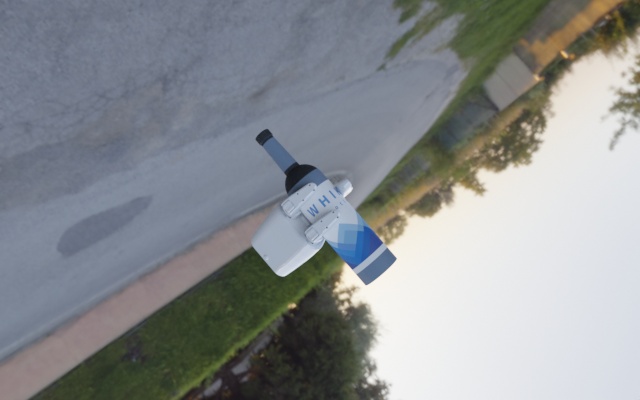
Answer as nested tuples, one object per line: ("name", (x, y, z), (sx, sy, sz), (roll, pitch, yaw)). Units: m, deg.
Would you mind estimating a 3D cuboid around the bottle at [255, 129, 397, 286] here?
("bottle", (0.000, 0.003, 0.766), (0.069, 0.295, 0.069), (-41, -5, -4))
